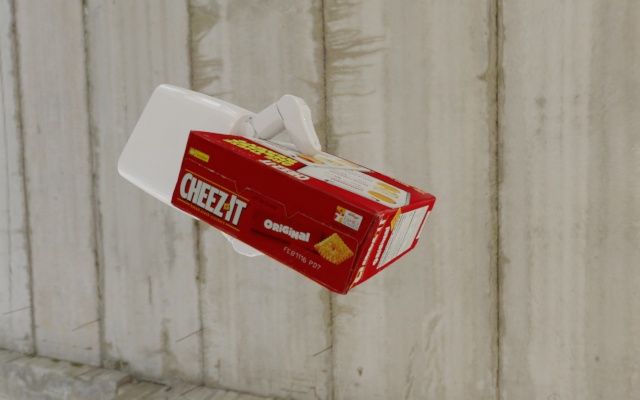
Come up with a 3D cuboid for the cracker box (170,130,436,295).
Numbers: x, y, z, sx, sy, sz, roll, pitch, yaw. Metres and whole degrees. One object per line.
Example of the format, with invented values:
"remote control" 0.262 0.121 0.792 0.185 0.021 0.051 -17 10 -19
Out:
"cracker box" 0.000 0.001 0.438 0.164 0.072 0.213 24 13 20
